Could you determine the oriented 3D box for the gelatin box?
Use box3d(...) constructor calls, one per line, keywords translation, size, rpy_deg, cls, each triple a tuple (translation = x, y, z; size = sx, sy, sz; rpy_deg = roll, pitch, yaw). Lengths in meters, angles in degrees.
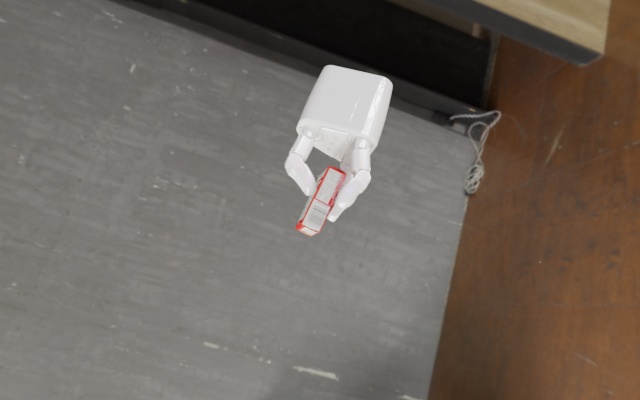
box3d(translation=(0.000, 0.002, 0.649), size=(0.030, 0.089, 0.073), rpy_deg=(27, -11, -5), cls="gelatin box")
